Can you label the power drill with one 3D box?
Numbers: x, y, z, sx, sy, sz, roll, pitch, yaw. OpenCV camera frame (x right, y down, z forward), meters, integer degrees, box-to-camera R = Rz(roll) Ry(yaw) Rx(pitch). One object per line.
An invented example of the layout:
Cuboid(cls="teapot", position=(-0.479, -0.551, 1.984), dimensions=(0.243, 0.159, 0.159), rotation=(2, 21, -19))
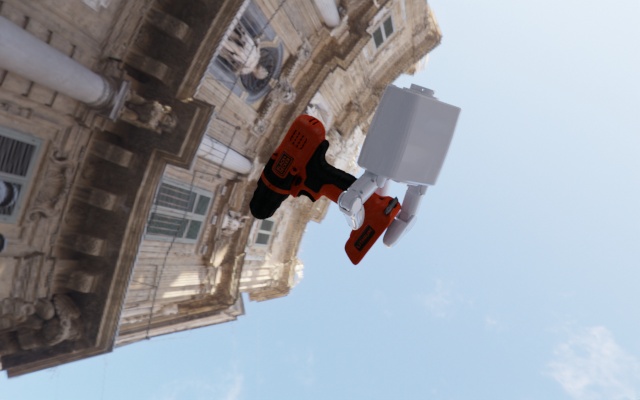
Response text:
Cuboid(cls="power drill", position=(0.001, 0.002, 0.658), dimensions=(0.187, 0.184, 0.057), rotation=(38, 36, 5))
